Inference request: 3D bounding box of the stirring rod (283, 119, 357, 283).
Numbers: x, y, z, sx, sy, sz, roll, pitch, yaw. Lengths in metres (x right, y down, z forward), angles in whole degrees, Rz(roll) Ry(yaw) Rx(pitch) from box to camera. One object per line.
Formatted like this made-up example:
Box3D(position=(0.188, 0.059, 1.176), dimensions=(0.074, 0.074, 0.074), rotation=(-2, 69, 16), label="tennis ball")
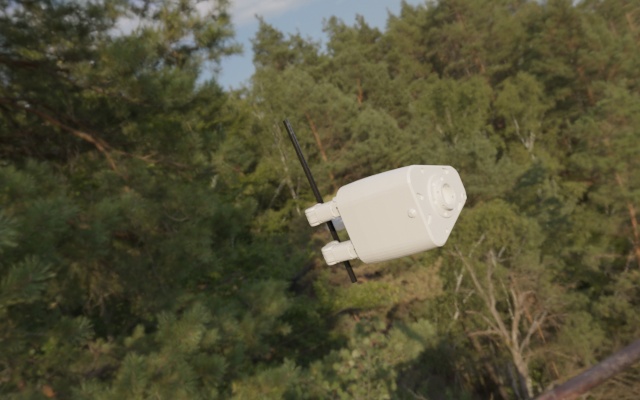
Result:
Box3D(position=(0.000, 0.002, 0.651), dimensions=(0.011, 0.239, 0.011), rotation=(-23, 4, 2), label="stirring rod")
